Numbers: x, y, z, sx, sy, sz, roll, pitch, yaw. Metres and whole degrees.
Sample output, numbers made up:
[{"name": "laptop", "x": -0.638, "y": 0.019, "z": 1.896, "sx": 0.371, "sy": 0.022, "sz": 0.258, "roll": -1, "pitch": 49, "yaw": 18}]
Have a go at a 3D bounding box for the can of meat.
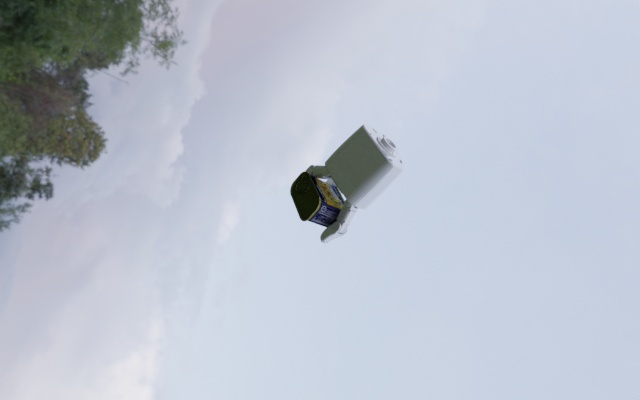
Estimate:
[{"name": "can of meat", "x": 0.000, "y": 0.003, "z": 0.898, "sx": 0.084, "sy": 0.057, "sz": 0.102, "roll": 22, "pitch": 30, "yaw": -38}]
